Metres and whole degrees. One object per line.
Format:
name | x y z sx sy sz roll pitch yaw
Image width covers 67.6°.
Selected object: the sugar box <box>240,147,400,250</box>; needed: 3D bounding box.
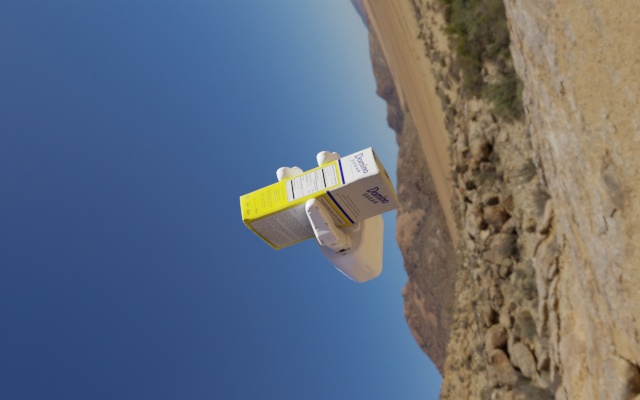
sugar box | 0.000 0.002 0.591 0.176 0.048 0.093 -21 -34 13
